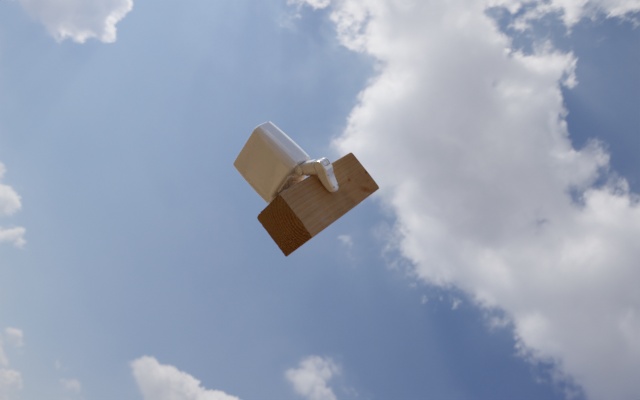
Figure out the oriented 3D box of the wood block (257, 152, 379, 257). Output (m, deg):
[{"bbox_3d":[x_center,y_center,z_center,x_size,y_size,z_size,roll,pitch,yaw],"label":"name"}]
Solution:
[{"bbox_3d":[0.000,0.002,0.860,0.206,0.090,0.091,-34,-5,-43],"label":"wood block"}]
